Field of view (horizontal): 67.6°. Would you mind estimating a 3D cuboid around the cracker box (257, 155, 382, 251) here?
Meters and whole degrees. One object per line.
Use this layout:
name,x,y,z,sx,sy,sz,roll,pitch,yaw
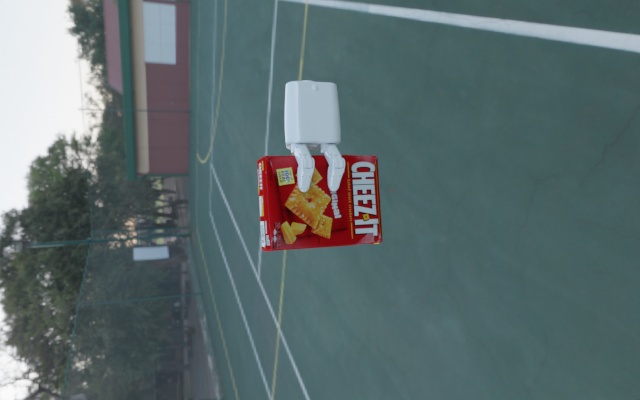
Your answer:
cracker box,0.000,0.003,0.856,0.214,0.164,0.072,-2,-2,-20
